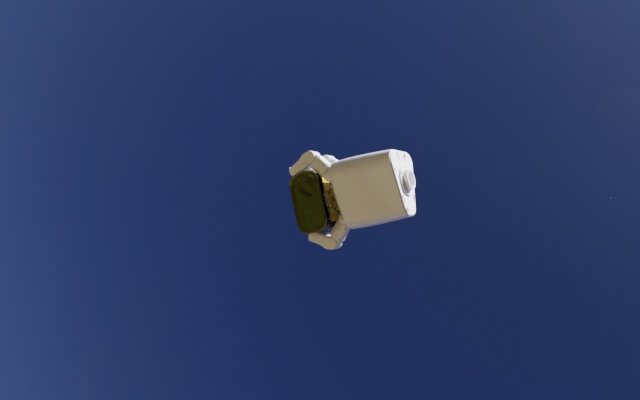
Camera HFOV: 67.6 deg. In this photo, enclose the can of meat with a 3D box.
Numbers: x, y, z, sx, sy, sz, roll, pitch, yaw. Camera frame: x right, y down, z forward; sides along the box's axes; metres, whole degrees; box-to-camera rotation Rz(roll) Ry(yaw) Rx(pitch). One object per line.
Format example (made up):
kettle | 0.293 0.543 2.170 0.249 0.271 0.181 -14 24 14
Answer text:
can of meat | 0.000 0.003 0.810 0.057 0.102 0.084 -16 -8 31
